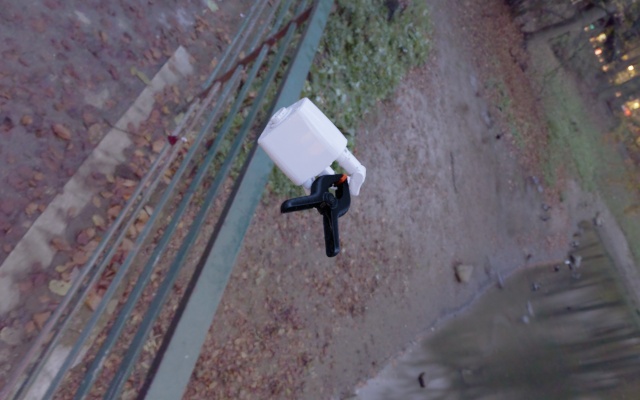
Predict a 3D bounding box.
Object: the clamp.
[{"bbox_3d":[0.001,0.002,0.806,0.039,0.171,0.120,-32,-65,36],"label":"clamp"}]
